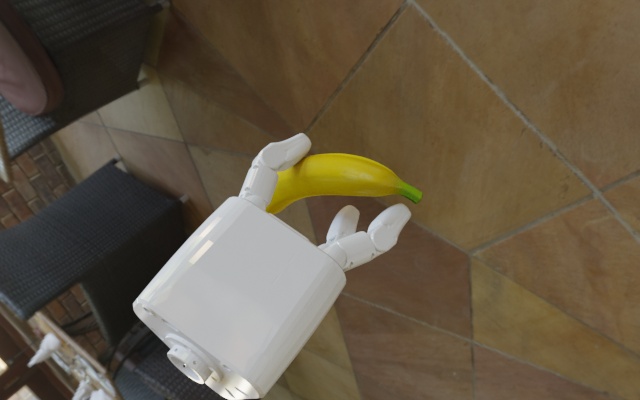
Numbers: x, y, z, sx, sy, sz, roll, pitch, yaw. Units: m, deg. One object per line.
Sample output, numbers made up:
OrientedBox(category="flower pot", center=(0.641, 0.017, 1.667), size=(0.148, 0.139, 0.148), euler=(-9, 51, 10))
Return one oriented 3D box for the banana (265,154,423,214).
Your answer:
OrientedBox(category="banana", center=(-0.007, -0.012, 0.450), size=(0.198, 0.070, 0.037), euler=(-3, 42, 42))
